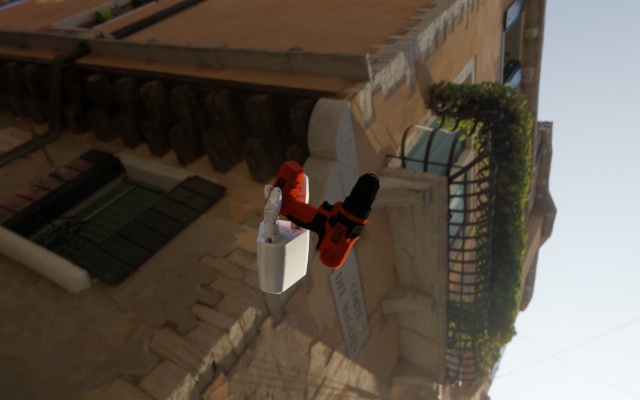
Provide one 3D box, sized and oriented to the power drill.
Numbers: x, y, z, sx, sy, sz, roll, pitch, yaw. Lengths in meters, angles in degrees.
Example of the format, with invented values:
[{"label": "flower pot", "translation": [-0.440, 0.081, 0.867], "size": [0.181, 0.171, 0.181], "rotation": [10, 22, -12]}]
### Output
[{"label": "power drill", "translation": [0.000, 0.003, 0.862], "size": [0.187, 0.184, 0.057], "rotation": [33, 15, 27]}]
